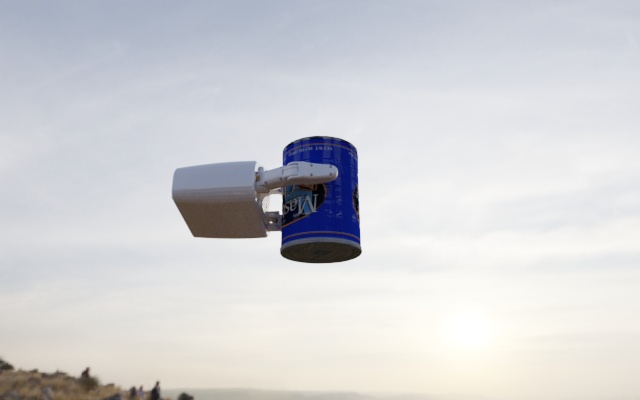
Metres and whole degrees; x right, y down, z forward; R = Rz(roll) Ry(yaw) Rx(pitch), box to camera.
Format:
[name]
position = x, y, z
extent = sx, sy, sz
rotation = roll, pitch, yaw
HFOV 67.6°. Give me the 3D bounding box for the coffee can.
[coffee can]
position = 0.000, 0.002, 0.620
extent = 0.103, 0.140, 0.103
rotation = 0, -21, 0
